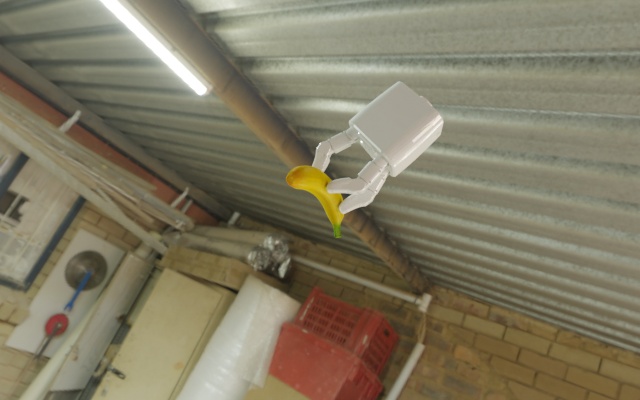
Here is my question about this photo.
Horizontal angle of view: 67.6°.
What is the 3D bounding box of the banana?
[{"bbox_3d":[0.000,-0.012,0.749,0.037,0.069,0.198,-17,-34,18],"label":"banana"}]
